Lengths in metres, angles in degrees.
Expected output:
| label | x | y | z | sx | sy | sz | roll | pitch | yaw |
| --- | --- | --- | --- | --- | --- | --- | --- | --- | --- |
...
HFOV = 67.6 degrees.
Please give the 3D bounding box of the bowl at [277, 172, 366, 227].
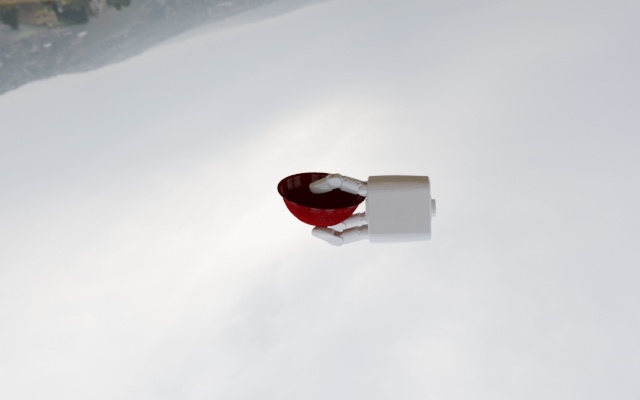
| label | x | y | z | sx | sy | sz | roll | pitch | yaw |
| --- | --- | --- | --- | --- | --- | --- | --- | --- | --- |
| bowl | -0.001 | 0.003 | 0.864 | 0.162 | 0.055 | 0.162 | 5 | 26 | -2 |
